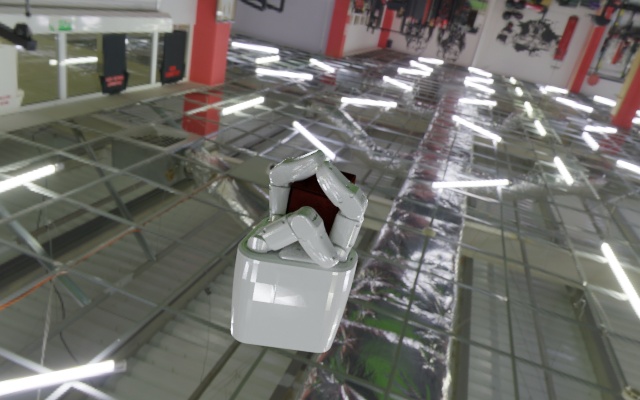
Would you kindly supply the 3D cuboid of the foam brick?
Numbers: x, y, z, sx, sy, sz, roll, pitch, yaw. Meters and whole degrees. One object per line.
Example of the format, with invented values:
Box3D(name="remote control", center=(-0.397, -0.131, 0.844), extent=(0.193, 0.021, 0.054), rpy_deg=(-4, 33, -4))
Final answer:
Box3D(name="foam brick", center=(0.000, 0.001, 0.496), extent=(0.053, 0.051, 0.078), rpy_deg=(16, 24, 11))
